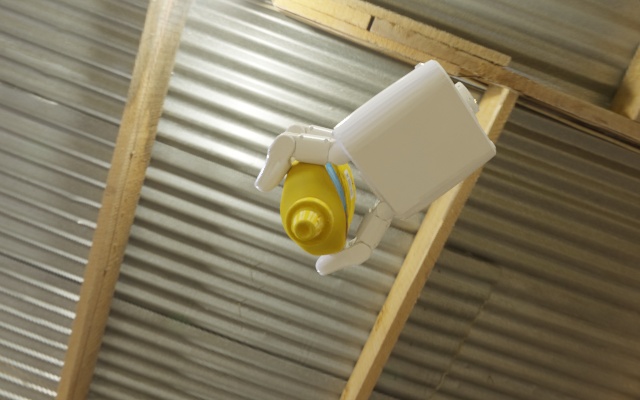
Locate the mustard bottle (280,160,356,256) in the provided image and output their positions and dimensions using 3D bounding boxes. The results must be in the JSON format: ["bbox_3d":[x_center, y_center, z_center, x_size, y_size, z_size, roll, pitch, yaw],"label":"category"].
[{"bbox_3d":[0.000,0.002,0.474,0.058,0.096,0.191,-11,12,10],"label":"mustard bottle"}]
